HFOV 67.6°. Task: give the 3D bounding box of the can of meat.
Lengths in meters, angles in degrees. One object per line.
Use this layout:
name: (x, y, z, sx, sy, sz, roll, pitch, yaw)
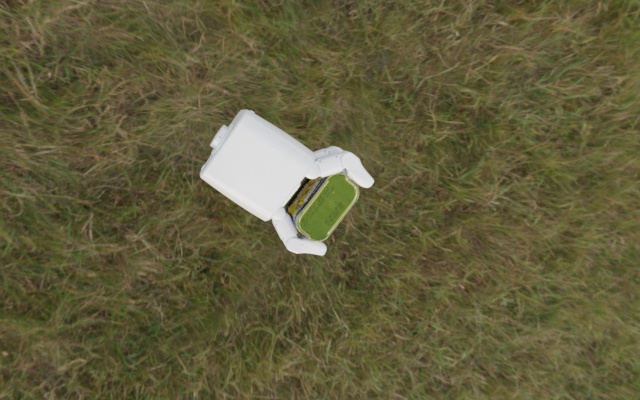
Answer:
can of meat: (0.000, 0.002, 0.663, 0.057, 0.102, 0.084, 37, 0, -18)
